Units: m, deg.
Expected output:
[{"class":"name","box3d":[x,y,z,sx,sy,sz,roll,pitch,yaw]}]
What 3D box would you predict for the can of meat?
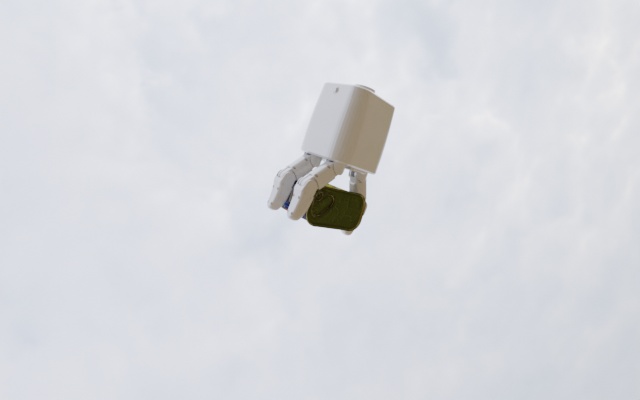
[{"class":"can of meat","box3d":[0.000,0.002,0.700,0.102,0.057,0.084,10,9,-39]}]
